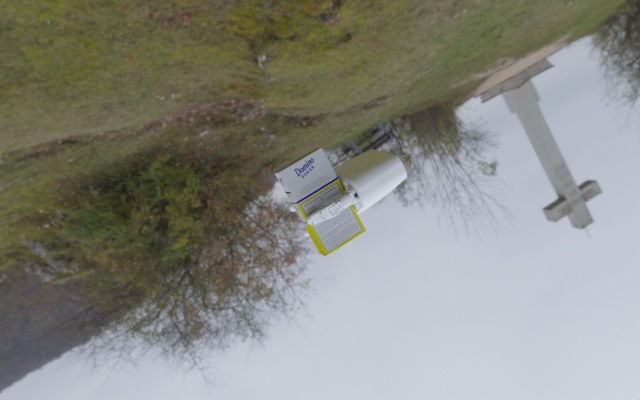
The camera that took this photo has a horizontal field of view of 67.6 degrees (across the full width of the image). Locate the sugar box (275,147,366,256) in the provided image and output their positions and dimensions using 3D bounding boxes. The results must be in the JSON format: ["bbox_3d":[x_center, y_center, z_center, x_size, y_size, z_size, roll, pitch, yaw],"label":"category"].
[{"bbox_3d":[0.000,0.003,0.867,0.093,0.176,0.048,-31,9,-16],"label":"sugar box"}]
